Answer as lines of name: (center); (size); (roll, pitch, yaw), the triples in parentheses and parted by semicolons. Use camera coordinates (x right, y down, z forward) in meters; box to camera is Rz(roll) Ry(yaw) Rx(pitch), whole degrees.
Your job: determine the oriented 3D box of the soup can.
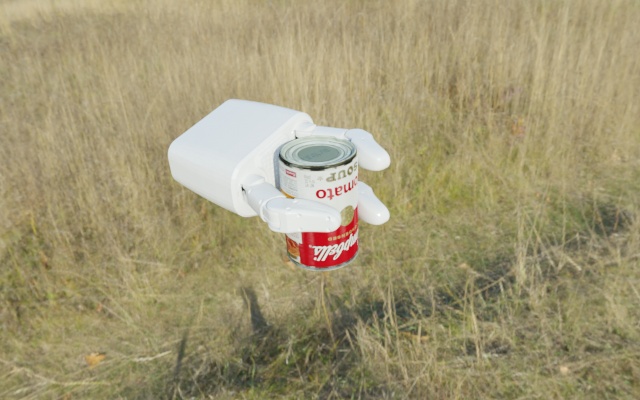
soup can: (0.000, 0.001, 0.423); (0.068, 0.102, 0.068); (-2, 29, 1)
